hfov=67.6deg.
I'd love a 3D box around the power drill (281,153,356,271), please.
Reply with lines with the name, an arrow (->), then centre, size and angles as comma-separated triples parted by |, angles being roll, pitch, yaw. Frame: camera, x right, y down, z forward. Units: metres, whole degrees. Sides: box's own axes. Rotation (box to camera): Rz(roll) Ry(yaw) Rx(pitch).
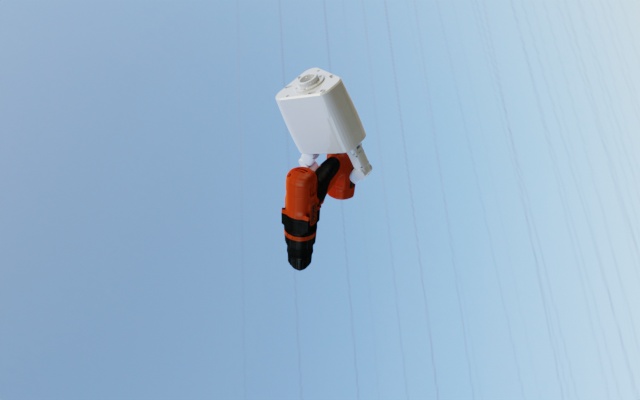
power drill -> 0.000, 0.002, 0.794 | 0.057, 0.185, 0.187 | 17, 36, 19
